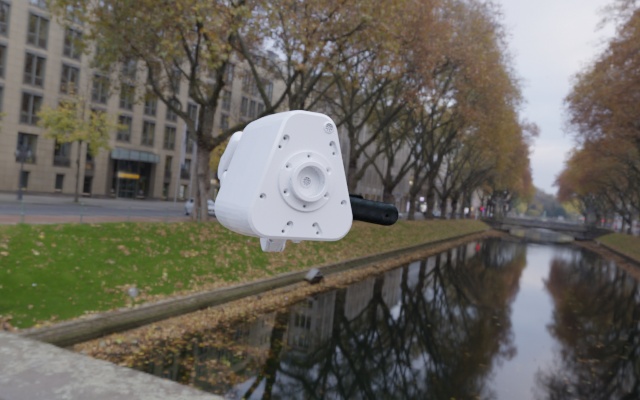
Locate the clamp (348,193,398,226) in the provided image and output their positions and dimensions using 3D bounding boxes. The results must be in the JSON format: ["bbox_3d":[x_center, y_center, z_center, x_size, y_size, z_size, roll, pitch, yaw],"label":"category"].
[{"bbox_3d":[0.000,0.001,0.541,0.171,0.039,0.120,5,0,-25],"label":"clamp"}]
